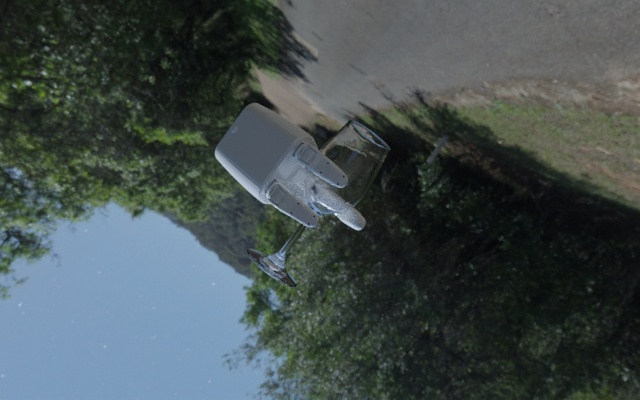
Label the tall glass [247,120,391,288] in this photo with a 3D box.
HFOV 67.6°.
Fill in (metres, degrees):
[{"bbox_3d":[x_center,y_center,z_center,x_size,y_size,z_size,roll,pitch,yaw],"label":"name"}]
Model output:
[{"bbox_3d":[0.000,0.003,0.573,0.079,0.201,0.079,37,2,-2],"label":"tall glass"}]
